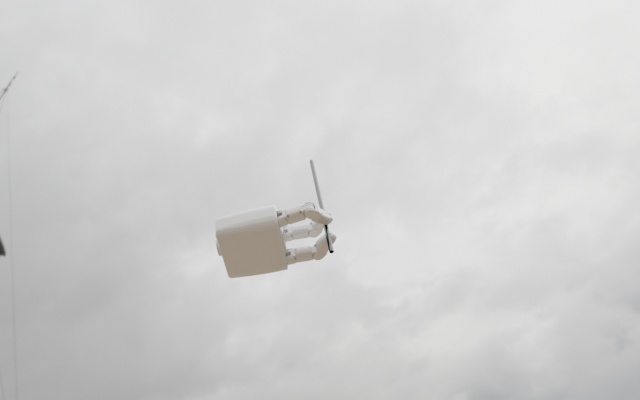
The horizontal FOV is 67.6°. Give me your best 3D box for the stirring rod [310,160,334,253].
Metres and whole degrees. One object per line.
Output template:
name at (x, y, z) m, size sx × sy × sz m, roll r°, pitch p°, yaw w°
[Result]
stirring rod at (0.000, 0.003, 0.872) m, size 0.011 × 0.011 × 0.239 m, roll 0°, pitch 43°, yaw -12°
